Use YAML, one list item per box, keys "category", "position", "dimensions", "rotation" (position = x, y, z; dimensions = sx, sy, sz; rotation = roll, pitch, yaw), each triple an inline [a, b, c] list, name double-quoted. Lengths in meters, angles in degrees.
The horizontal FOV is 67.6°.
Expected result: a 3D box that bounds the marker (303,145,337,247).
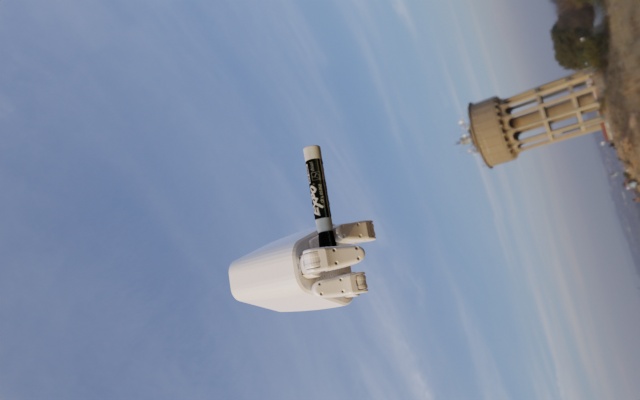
- category: "marker"
  position: [0.000, 0.002, 0.500]
  dimensions: [0.020, 0.121, 0.020]
  rotation: [-9, -12, -2]
